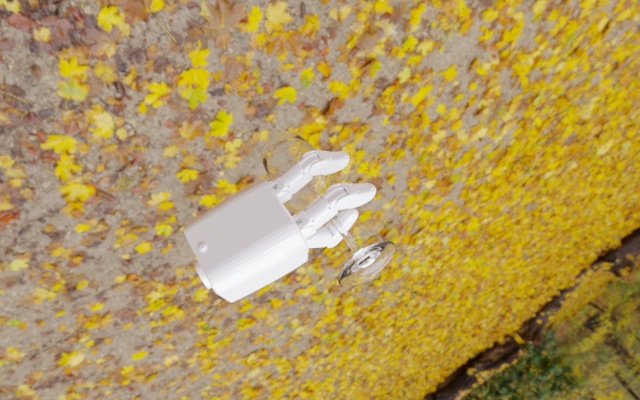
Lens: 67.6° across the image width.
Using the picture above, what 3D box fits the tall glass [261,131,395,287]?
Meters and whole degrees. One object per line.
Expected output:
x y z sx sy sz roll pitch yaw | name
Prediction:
0.001 0.002 0.569 0.079 0.079 0.201 0 43 -44 | tall glass
